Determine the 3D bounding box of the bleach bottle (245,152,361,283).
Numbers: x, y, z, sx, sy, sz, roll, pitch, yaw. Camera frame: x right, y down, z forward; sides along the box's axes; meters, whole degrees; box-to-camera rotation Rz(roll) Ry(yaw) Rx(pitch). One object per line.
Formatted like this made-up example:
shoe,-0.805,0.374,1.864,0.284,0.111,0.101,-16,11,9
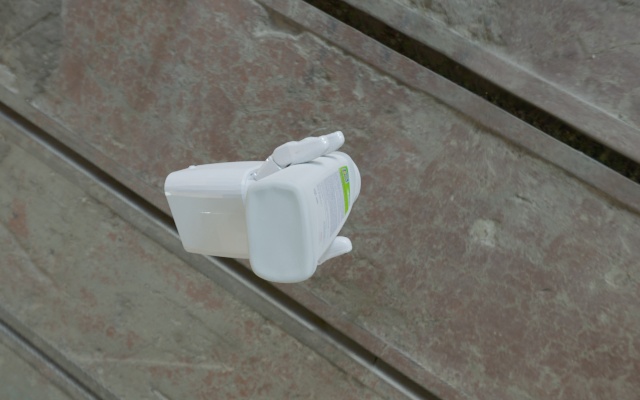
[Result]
bleach bottle,0.000,0.002,0.547,0.068,0.102,0.250,0,12,19
